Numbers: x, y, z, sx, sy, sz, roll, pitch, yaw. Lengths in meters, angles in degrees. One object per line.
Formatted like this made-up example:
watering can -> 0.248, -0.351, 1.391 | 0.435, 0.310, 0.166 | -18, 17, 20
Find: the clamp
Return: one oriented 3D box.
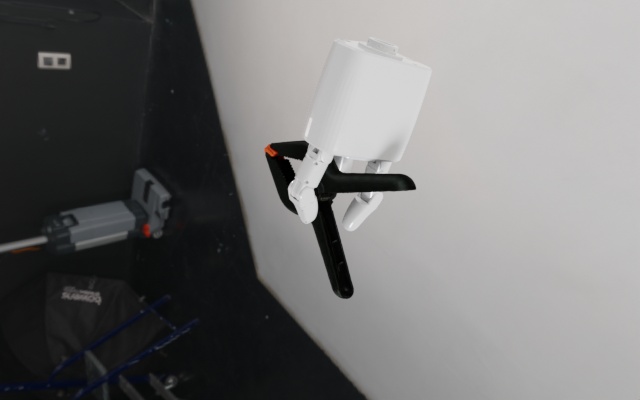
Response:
clamp -> -0.001, 0.001, 0.564 | 0.036, 0.165, 0.210 | -4, 32, -48
